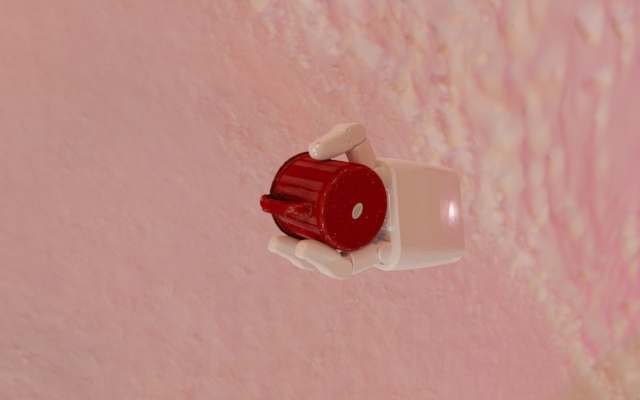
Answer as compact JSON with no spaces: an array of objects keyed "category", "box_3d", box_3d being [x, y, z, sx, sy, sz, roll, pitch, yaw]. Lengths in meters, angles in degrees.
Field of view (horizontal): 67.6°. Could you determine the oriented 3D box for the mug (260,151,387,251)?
[{"category":"mug","box_3d":[-0.001,0.001,0.454,0.117,0.093,0.081,0,9,-35]}]
